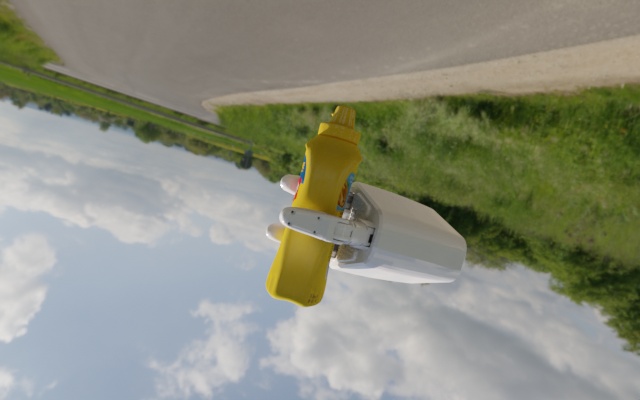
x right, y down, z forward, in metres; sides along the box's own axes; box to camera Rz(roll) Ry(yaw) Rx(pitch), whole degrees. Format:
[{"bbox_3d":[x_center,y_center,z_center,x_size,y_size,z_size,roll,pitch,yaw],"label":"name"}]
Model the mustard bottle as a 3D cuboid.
[{"bbox_3d":[0.000,0.002,0.468,0.058,0.191,0.096,16,1,5],"label":"mustard bottle"}]
